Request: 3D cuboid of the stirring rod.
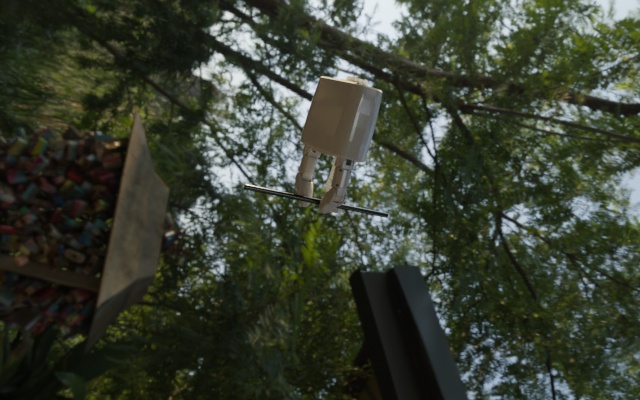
[{"bbox_3d":[0.000,0.002,0.730,0.239,0.011,0.011,12,-5,-23],"label":"stirring rod"}]
